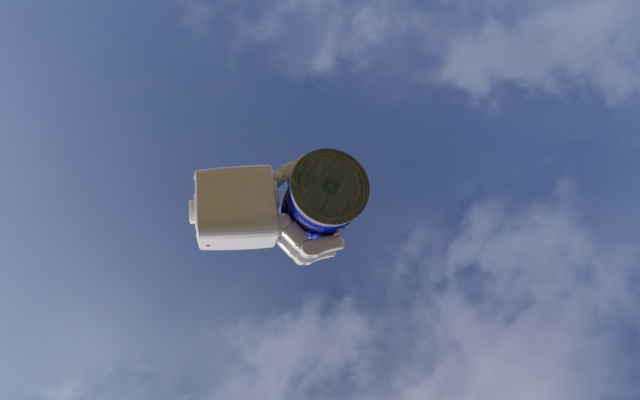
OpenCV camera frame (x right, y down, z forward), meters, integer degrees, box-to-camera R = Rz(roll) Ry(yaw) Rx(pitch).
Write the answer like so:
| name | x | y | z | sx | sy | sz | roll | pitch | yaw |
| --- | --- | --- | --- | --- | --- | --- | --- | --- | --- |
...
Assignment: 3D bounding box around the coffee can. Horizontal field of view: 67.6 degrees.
| name | x | y | z | sx | sy | sz | roll | pitch | yaw |
| --- | --- | --- | --- | --- | --- | --- | --- | --- | --- |
| coffee can | 0.000 | 0.002 | 0.665 | 0.103 | 0.102 | 0.140 | 0 | -18 | -11 |
